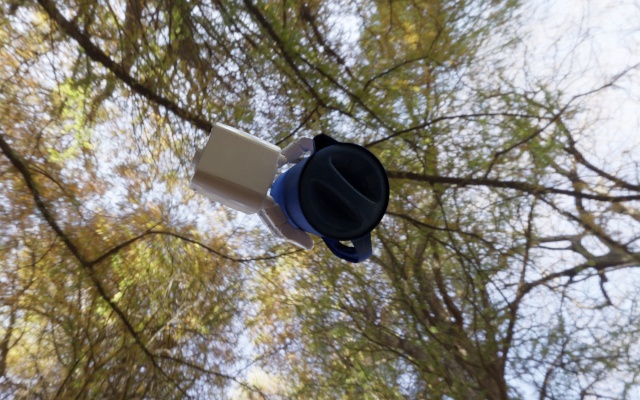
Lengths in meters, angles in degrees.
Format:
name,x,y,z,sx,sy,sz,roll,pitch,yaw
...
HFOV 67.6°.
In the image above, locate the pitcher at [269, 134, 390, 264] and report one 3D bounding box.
name,x,y,z,sx,sy,sz,roll,pitch,yaw
pitcher,0.000,0.002,0.743,0.145,0.149,0.243,22,-9,-16
